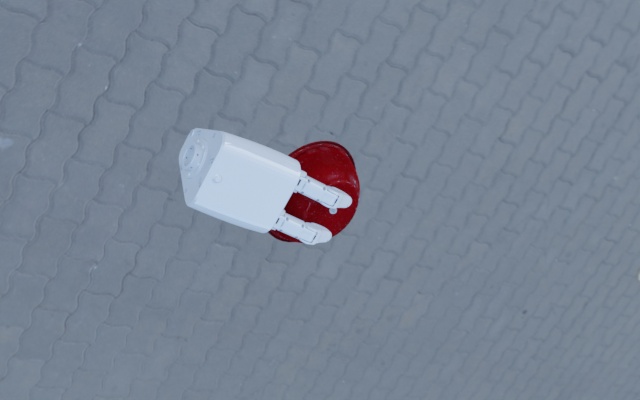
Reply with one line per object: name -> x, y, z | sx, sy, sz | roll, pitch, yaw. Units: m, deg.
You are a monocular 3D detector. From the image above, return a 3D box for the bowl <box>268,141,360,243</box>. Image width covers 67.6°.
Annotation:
bowl -> 0.001, 0.002, 0.658 | 0.162, 0.162, 0.055 | 0, 29, -41
